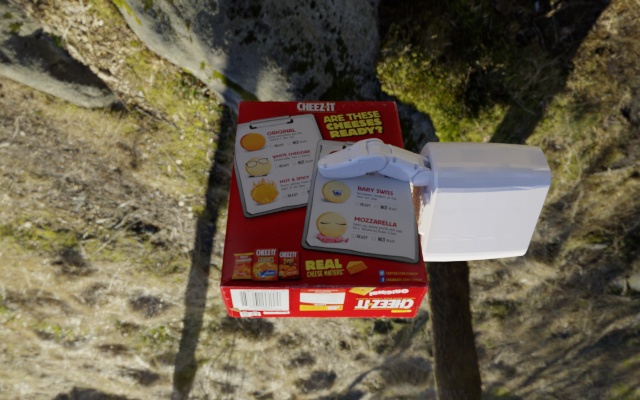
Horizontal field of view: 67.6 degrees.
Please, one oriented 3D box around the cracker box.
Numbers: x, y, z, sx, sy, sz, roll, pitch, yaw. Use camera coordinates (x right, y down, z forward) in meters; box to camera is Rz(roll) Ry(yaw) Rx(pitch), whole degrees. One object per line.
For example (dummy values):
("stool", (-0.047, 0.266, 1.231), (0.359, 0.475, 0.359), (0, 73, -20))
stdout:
("cracker box", (0.000, 0.002, 0.451), (0.164, 0.213, 0.072), (0, -38, -3))
